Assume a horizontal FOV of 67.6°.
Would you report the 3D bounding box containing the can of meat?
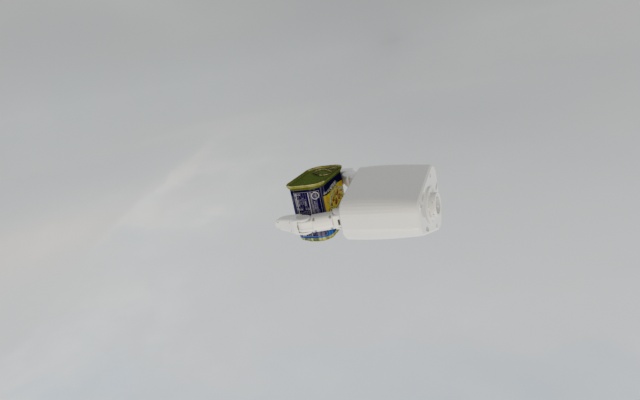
[{"bbox_3d":[0.000,0.003,0.691,0.057,0.084,0.102,-4,18,25],"label":"can of meat"}]
